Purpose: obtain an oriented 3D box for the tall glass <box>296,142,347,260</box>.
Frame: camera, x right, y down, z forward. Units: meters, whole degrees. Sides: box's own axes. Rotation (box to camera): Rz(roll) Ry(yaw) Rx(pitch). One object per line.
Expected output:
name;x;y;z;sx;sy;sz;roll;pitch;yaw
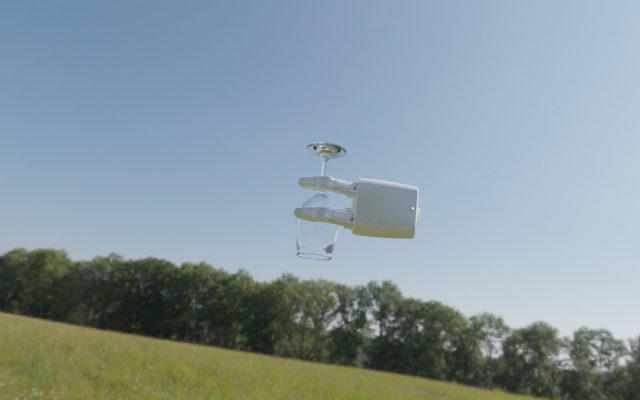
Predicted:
tall glass;0.000;0.002;0.853;0.079;0.201;0.079;7;-15;2
